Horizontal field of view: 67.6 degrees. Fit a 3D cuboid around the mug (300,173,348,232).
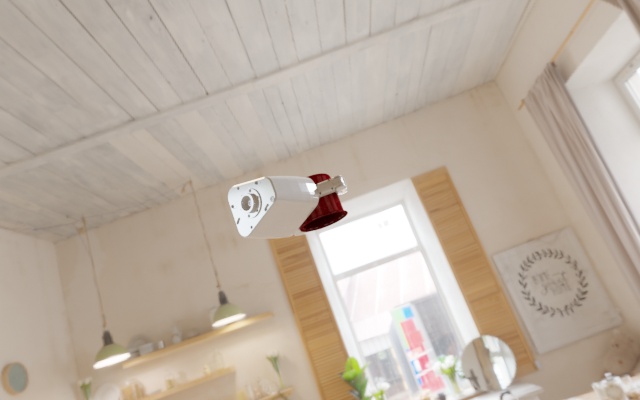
[{"bbox_3d":[0.001,0.003,0.887,0.093,0.081,0.117,-31,-18,32],"label":"mug"}]
